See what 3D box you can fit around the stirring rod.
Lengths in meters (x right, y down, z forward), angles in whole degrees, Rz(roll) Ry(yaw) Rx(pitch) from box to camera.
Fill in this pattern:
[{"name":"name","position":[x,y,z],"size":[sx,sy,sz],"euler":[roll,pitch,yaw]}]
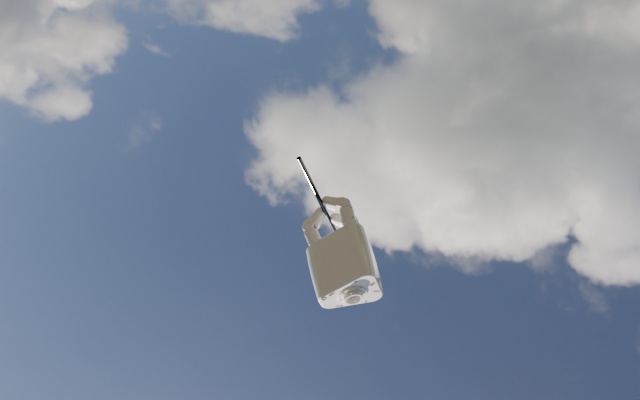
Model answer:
[{"name":"stirring rod","position":[0.000,0.003,0.870],"size":[0.011,0.011,0.240],"euler":[0,-37,22]}]
